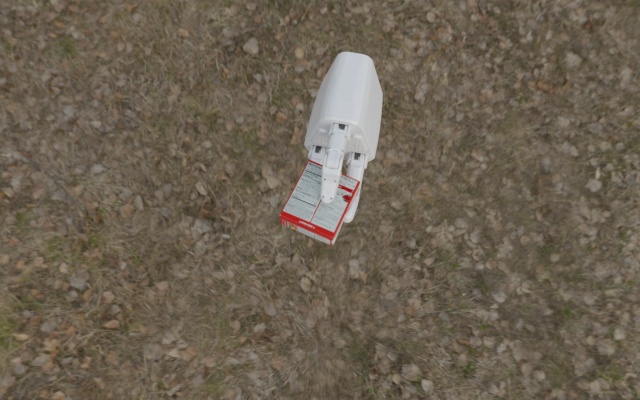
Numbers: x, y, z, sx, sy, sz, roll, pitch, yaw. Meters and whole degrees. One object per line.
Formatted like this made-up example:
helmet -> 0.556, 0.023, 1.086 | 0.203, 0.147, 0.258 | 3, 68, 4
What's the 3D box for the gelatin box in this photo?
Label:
gelatin box -> 0.000, 0.002, 0.599 | 0.073, 0.089, 0.030 | 23, -23, 8
